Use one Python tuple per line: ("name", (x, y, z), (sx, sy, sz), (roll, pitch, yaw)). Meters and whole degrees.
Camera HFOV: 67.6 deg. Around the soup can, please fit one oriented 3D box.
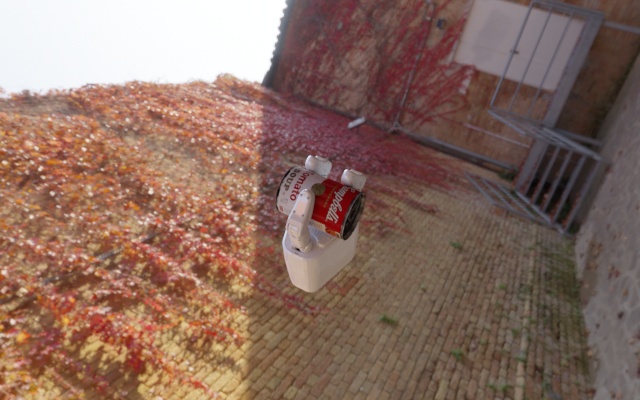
("soup can", (0.000, 0.002, 0.633), (0.102, 0.068, 0.068), (23, 8, 18))
